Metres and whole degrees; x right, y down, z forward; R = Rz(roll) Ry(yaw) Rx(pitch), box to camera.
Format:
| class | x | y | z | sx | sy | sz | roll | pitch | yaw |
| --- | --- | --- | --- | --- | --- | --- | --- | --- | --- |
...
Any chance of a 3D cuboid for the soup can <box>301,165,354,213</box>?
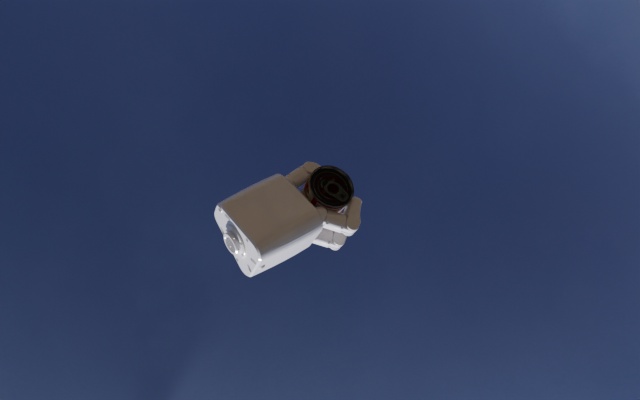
| class | x | y | z | sx | sy | sz | roll | pitch | yaw |
| --- | --- | --- | --- | --- | --- | --- | --- | --- | --- |
| soup can | 0.000 | 0.002 | 0.719 | 0.068 | 0.068 | 0.102 | 0 | -27 | -21 |
